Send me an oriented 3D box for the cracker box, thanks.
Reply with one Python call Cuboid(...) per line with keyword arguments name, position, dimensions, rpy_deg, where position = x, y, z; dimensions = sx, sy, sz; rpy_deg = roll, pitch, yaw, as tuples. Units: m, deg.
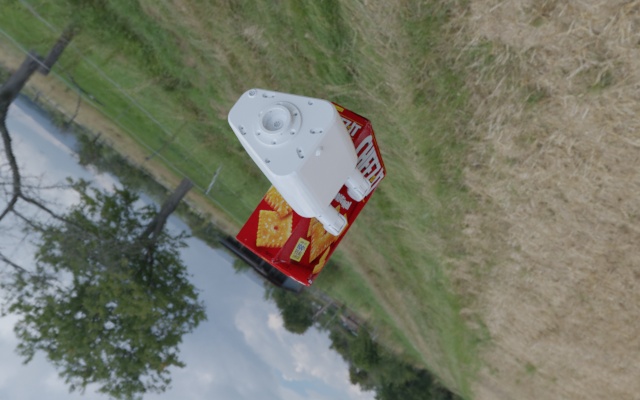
Cuboid(name="cracker box", position=(0.000, 0.002, 0.651), dimensions=(0.072, 0.213, 0.164), rpy_deg=(31, -10, 24))
